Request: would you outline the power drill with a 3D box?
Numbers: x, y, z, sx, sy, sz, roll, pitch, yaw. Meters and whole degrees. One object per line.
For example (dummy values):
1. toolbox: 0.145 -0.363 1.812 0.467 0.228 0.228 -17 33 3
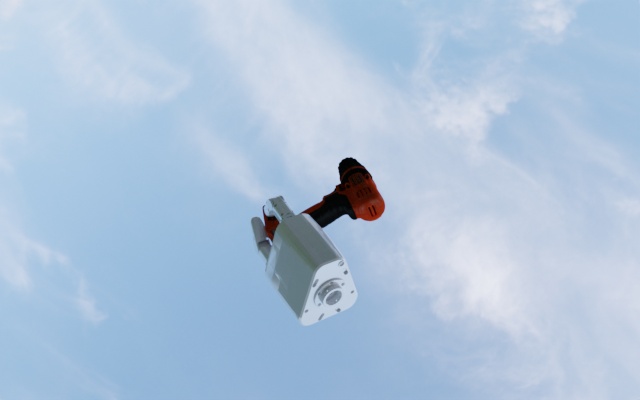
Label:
1. power drill: 0.000 0.003 0.775 0.187 0.057 0.184 -26 26 3
